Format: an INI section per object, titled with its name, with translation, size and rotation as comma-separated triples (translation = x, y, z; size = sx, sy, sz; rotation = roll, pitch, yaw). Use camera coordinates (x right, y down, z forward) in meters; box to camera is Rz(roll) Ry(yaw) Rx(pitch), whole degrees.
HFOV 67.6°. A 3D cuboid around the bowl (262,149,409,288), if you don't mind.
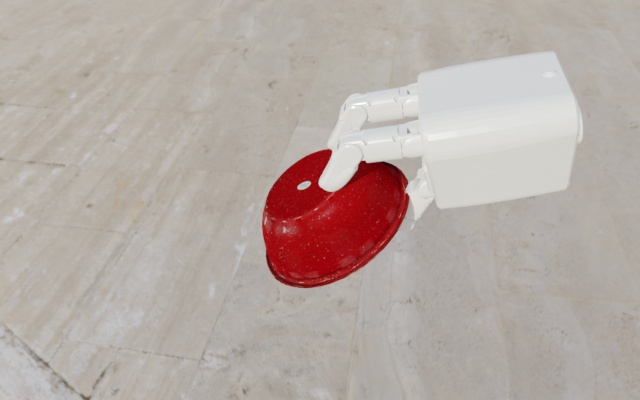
[bowl]
translation = -0.001, 0.002, 0.456
size = 0.162, 0.162, 0.055
rotation = 0, -41, 44
